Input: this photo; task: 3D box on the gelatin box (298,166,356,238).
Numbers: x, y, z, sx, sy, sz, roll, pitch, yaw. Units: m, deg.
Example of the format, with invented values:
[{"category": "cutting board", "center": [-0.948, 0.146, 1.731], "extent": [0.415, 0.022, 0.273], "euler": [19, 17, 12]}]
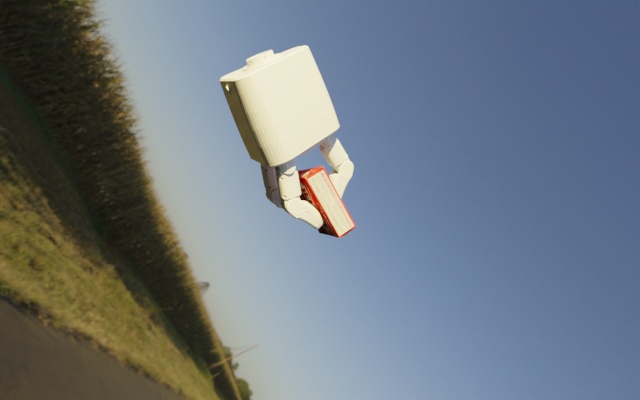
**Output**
[{"category": "gelatin box", "center": [0.001, 0.002, 0.606], "extent": [0.030, 0.089, 0.073], "euler": [-33, 12, -16]}]
